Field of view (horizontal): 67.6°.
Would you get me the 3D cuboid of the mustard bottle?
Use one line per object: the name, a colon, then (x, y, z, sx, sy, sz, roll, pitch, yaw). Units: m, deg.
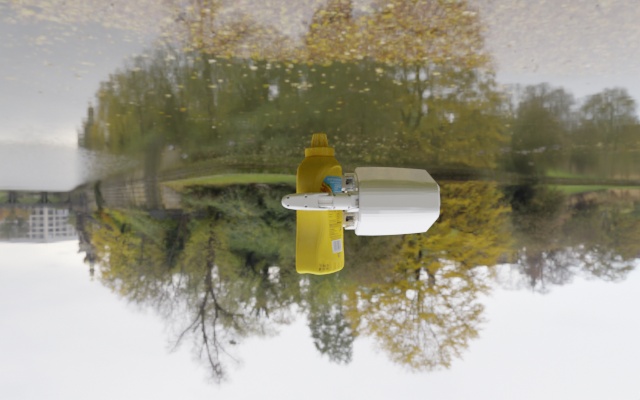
mustard bottle: (0.000, 0.002, 0.667, 0.058, 0.191, 0.096, 0, 0, 26)
